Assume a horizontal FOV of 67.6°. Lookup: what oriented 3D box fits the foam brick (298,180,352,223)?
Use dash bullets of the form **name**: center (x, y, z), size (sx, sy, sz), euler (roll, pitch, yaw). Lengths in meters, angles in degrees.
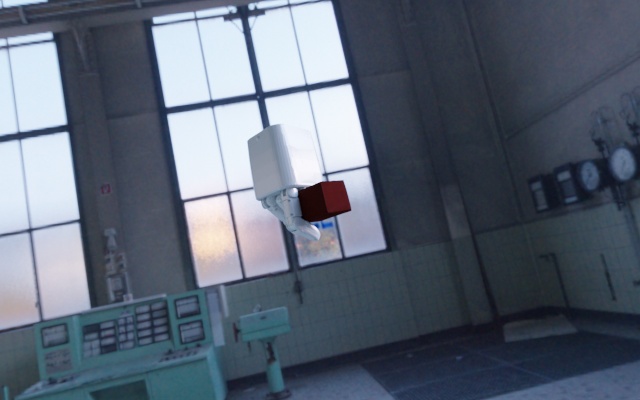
- **foam brick**: center (0.000, 0.002, 0.754), size (0.053, 0.051, 0.078), euler (-4, -11, -42)
